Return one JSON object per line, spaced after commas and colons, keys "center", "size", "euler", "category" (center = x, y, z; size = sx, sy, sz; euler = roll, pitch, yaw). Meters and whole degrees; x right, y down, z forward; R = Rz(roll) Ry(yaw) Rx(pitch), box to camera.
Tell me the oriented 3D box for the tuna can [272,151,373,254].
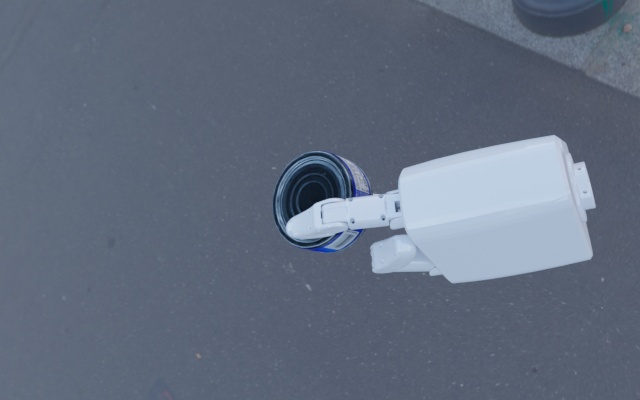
{"center": [0.000, 0.001, 0.410], "size": [0.086, 0.086, 0.034], "euler": [0, -10, 36], "category": "tuna can"}
